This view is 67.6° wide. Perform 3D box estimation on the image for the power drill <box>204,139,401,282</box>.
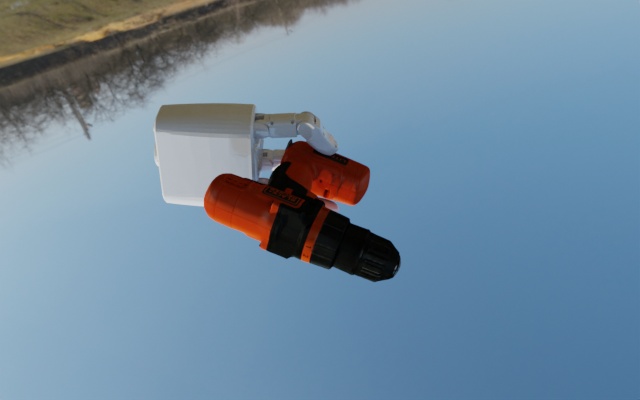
[{"bbox_3d":[0.000,0.001,0.488,0.184,0.057,0.187,23,23,6],"label":"power drill"}]
